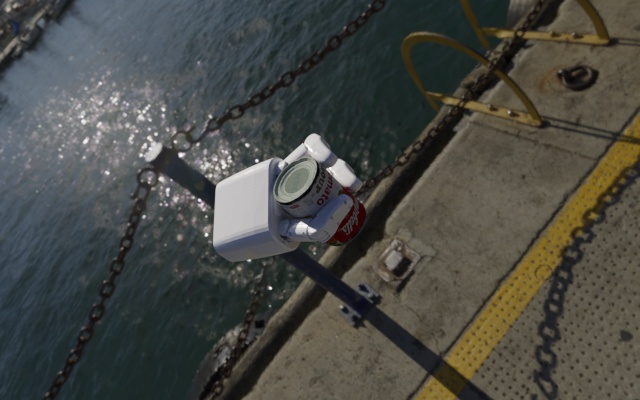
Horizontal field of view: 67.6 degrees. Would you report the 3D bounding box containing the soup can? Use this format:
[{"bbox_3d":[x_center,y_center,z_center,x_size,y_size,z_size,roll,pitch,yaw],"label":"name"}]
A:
[{"bbox_3d":[0.000,0.002,0.578,0.068,0.068,0.102,0,-32,44],"label":"soup can"}]
